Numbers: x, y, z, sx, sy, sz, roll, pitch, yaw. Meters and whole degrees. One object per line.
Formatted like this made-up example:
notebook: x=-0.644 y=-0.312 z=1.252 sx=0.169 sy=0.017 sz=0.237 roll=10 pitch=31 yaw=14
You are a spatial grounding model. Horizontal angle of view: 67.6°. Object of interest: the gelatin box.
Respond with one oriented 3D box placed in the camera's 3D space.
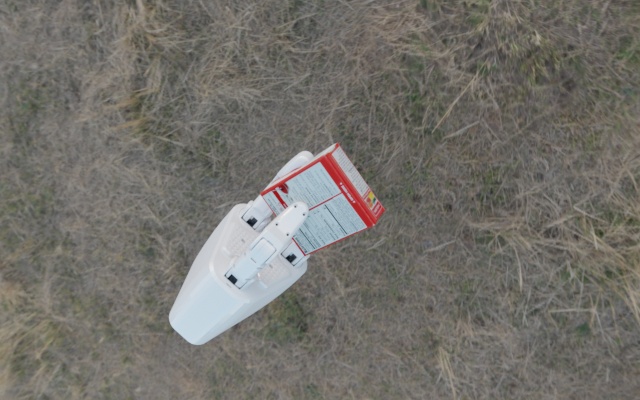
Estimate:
gelatin box: x=0.000 y=0.001 z=0.422 sx=0.089 sy=0.073 sz=0.030 roll=-28 pitch=13 yaw=39
